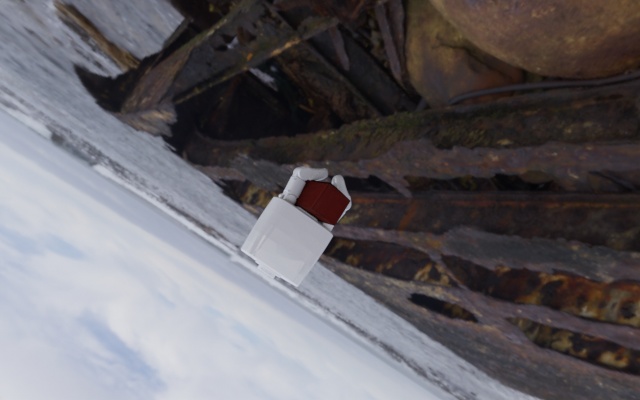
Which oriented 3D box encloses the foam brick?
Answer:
[{"bbox_3d":[0.000,0.002,0.781,0.053,0.051,0.078,40,-14,-27],"label":"foam brick"}]
